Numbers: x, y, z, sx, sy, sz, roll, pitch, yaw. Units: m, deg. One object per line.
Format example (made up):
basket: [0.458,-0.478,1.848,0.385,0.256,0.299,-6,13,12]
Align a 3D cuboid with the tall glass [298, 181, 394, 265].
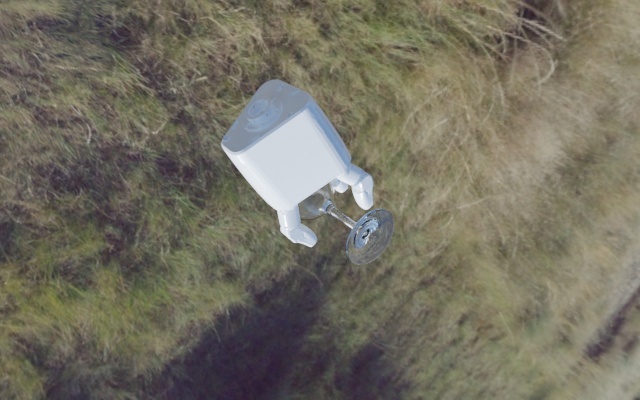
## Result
tall glass: [0.001,0.002,0.628,0.079,0.079,0.201,0,24,-41]
